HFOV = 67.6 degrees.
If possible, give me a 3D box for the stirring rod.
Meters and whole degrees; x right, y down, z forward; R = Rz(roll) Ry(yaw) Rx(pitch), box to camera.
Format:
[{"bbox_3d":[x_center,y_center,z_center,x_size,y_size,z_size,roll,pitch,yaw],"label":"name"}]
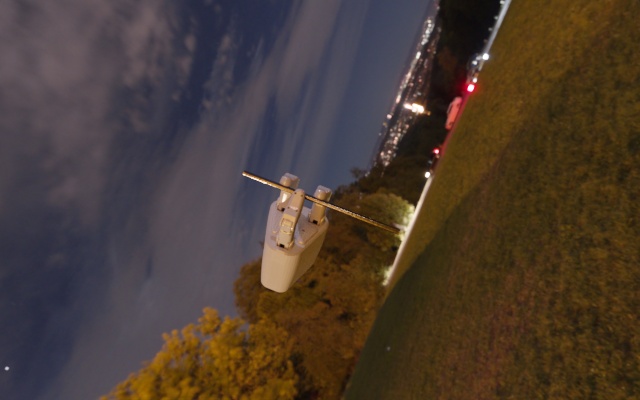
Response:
[{"bbox_3d":[0.000,0.002,0.688,0.239,0.011,0.011,21,2,5],"label":"stirring rod"}]
